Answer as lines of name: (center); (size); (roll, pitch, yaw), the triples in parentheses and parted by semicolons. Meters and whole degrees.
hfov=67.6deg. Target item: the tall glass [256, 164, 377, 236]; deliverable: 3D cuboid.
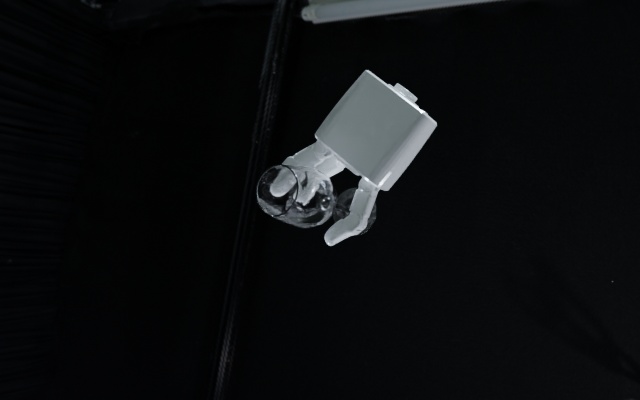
tall glass: (0.000, 0.002, 0.637); (0.079, 0.079, 0.201); (0, -8, 32)
